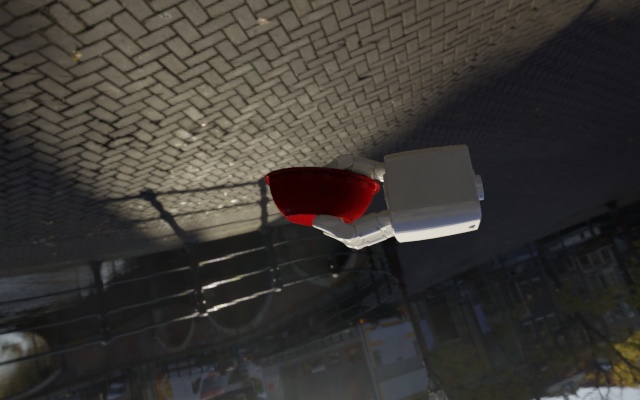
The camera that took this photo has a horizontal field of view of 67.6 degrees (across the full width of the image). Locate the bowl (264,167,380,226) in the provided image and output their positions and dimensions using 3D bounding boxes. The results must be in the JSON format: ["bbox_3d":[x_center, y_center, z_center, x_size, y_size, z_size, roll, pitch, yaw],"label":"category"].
[{"bbox_3d":[-0.001,0.003,0.662,0.162,0.055,0.162,5,-13,1],"label":"bowl"}]
